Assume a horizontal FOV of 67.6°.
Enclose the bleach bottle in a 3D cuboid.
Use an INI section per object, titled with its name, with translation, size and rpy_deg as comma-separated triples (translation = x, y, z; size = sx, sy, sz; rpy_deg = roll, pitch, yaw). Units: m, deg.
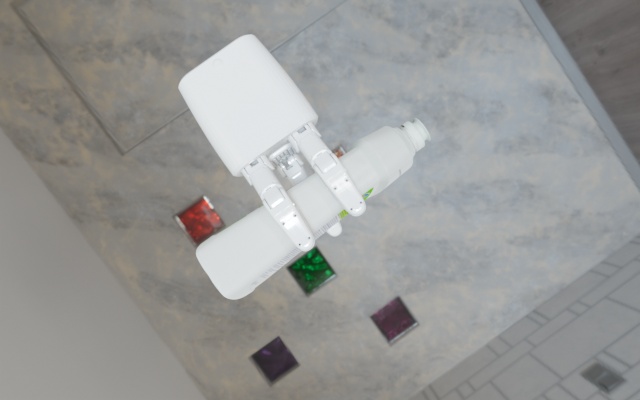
[bleach bottle]
translation = 0.000, 0.002, 0.486
size = 0.251, 0.068, 0.102
rpy_deg = -35, -5, -1
